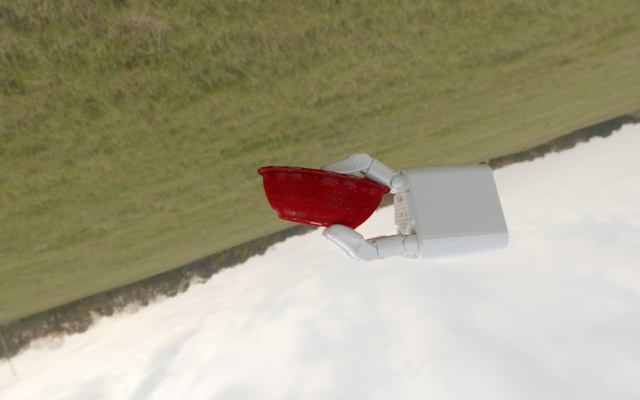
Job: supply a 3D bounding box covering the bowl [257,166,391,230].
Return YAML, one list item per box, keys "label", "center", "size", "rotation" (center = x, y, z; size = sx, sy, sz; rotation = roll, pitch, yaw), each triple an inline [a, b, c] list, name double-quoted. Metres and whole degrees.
- label: "bowl"
  center: [-0.001, 0.002, 0.573]
  size: [0.162, 0.055, 0.162]
  rotation: [9, -5, 1]
